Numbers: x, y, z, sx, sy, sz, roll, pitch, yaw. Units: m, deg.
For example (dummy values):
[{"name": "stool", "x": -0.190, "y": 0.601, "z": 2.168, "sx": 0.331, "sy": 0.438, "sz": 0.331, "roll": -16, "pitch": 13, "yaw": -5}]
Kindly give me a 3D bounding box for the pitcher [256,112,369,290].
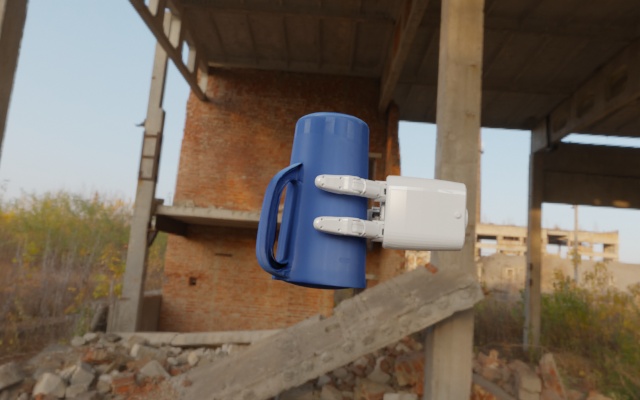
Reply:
[{"name": "pitcher", "x": 0.000, "y": 0.002, "z": 0.678, "sx": 0.145, "sy": 0.243, "sz": 0.149, "roll": 4, "pitch": -8, "yaw": 5}]
